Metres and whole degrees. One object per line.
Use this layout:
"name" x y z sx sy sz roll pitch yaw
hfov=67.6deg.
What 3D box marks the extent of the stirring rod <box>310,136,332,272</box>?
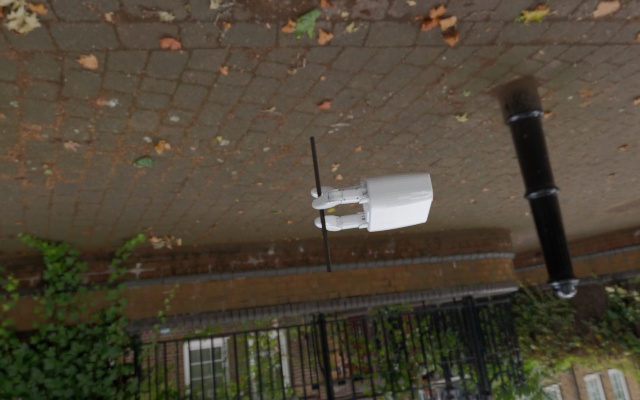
"stirring rod" 0.000 0.003 0.819 0.011 0.239 0.011 -7 -15 -2
